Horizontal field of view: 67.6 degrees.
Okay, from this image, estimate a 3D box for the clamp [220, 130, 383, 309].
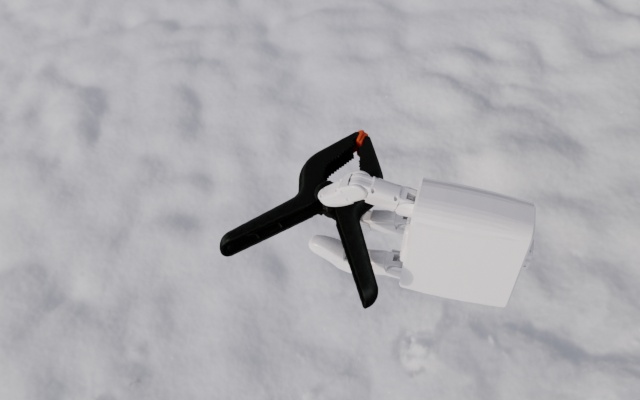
[{"bbox_3d":[0.000,0.001,0.508,0.164,0.209,0.036,13,-36,11],"label":"clamp"}]
